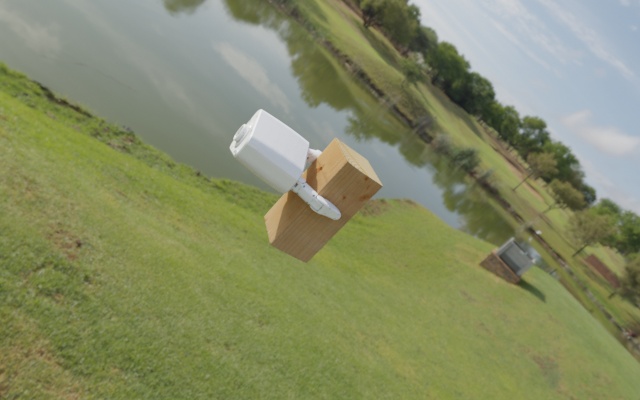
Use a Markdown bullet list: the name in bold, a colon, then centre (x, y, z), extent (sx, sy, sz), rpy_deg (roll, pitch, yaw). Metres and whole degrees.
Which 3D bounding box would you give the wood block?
- **wood block**: centre (0.000, 0.003, 0.866), extent (0.090, 0.206, 0.090), rpy_deg (31, 22, -32)
